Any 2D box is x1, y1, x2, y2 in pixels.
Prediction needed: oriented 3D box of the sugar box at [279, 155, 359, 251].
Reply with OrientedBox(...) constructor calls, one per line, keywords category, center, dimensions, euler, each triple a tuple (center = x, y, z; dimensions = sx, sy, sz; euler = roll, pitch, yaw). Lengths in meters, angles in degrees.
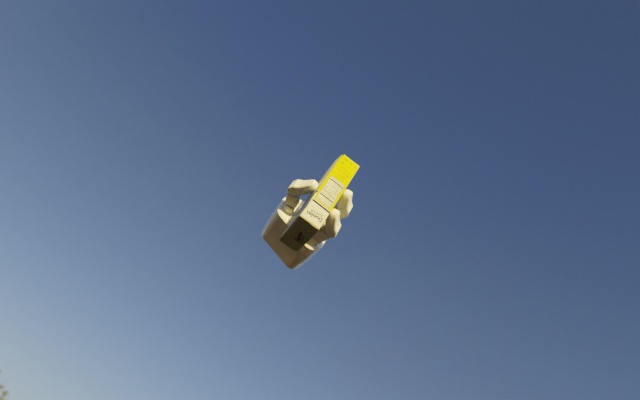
OrientedBox(category="sugar box", center=(0.001, 0.003, 0.841), dimensions=(0.048, 0.176, 0.093), euler=(36, -40, -5))
